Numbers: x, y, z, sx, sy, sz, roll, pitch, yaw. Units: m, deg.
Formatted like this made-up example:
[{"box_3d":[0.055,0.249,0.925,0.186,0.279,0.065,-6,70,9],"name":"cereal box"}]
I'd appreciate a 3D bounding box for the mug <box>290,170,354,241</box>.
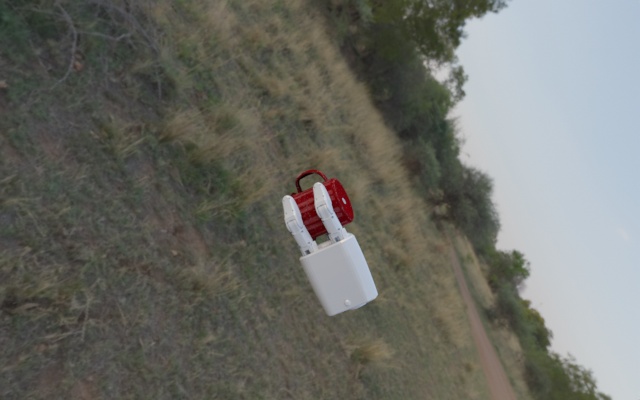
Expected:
[{"box_3d":[0.000,0.001,0.816,0.081,0.117,0.093,-24,1,15],"name":"mug"}]
